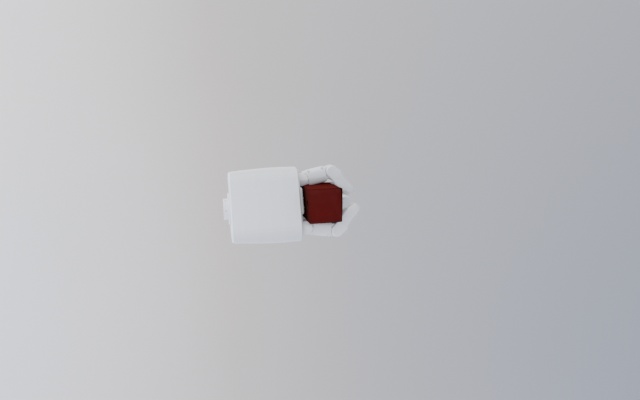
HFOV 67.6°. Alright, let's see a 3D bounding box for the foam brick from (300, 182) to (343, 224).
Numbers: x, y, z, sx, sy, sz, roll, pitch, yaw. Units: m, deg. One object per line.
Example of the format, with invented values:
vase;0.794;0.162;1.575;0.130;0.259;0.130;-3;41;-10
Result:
foam brick;0.000;0.002;0.733;0.051;0.053;0.078;-3;9;-12
